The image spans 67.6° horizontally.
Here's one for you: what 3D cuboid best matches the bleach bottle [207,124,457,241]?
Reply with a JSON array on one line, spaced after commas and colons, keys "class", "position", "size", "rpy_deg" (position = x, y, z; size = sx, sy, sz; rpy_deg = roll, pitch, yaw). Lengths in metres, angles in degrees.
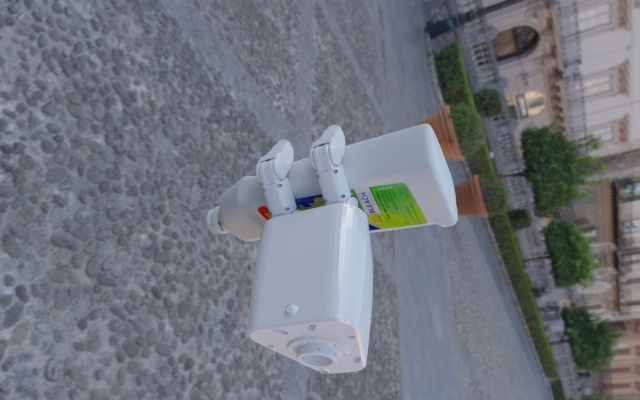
[{"class": "bleach bottle", "position": [0.000, 0.001, 0.482], "size": [0.251, 0.068, 0.103], "rpy_deg": [-13, -43, 23]}]
